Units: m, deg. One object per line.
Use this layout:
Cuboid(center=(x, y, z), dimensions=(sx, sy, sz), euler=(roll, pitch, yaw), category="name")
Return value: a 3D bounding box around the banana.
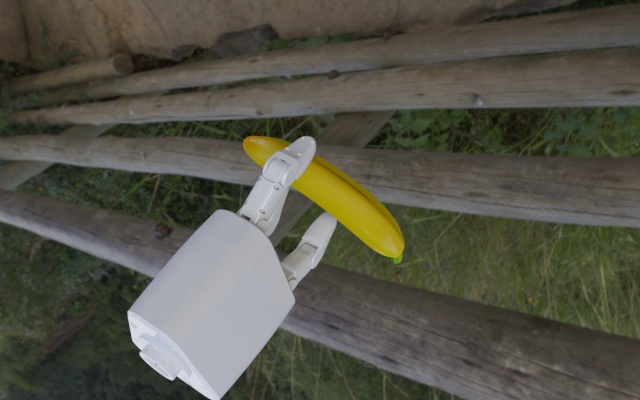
Cuboid(center=(0.009, -0.003, 0.447), dimensions=(0.198, 0.037, 0.070), euler=(39, -29, -4), category="banana")
